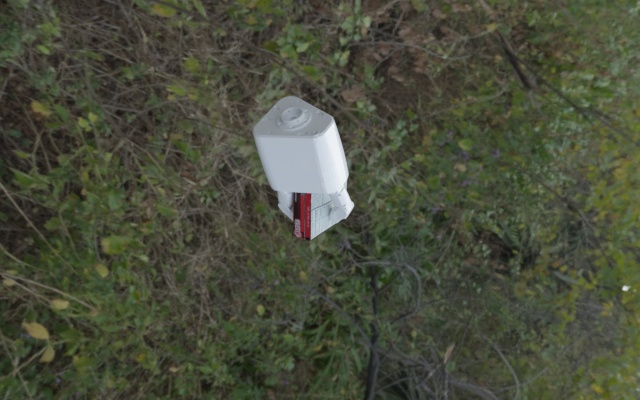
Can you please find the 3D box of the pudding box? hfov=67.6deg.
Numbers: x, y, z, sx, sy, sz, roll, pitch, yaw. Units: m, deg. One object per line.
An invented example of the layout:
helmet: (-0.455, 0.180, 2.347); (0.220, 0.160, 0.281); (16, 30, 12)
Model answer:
pudding box: (0.000, 0.002, 0.763); (0.039, 0.090, 0.113); (17, 27, 30)
